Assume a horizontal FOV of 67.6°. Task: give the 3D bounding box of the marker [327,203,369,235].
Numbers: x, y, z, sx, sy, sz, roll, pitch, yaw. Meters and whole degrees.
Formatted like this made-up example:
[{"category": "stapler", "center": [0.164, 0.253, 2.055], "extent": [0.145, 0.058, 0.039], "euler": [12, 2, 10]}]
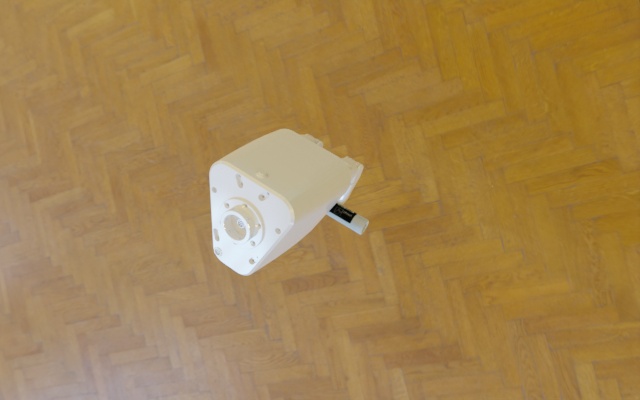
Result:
[{"category": "marker", "center": [0.000, 0.002, 0.557], "extent": [0.121, 0.020, 0.020], "euler": [30, 9, 16]}]
